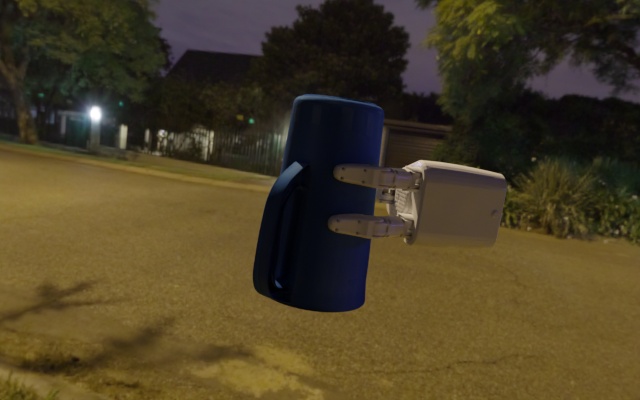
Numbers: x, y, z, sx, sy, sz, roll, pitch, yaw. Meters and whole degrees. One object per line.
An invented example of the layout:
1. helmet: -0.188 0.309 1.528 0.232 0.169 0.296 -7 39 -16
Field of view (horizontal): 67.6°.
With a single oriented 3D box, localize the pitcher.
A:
1. pitcher: 0.000 0.002 0.566 0.145 0.243 0.149 7 8 -10
